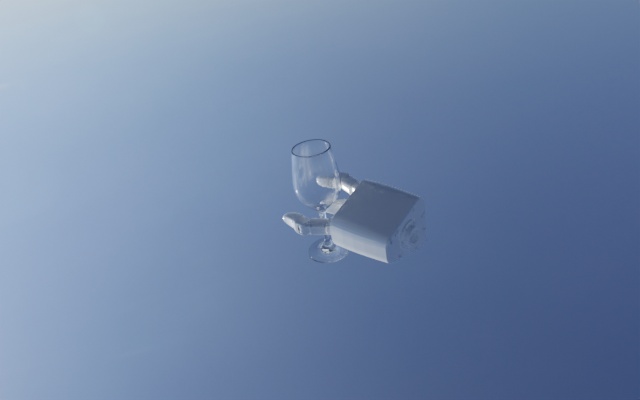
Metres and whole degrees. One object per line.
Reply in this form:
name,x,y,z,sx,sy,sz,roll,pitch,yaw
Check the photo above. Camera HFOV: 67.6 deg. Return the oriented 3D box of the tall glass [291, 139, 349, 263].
tall glass,0.000,0.003,0.787,0.079,0.201,0.079,-8,31,5
